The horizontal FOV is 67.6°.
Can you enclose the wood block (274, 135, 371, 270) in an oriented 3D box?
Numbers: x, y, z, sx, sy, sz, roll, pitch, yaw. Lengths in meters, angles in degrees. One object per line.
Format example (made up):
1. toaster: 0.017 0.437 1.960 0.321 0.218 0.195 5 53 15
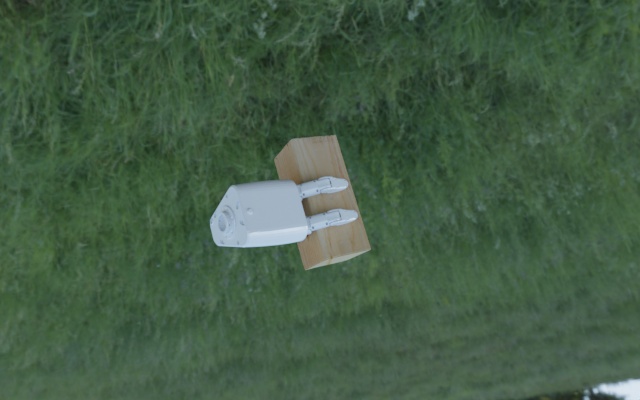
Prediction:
1. wood block: 0.000 0.003 0.817 0.090 0.206 0.091 -9 -14 -28
